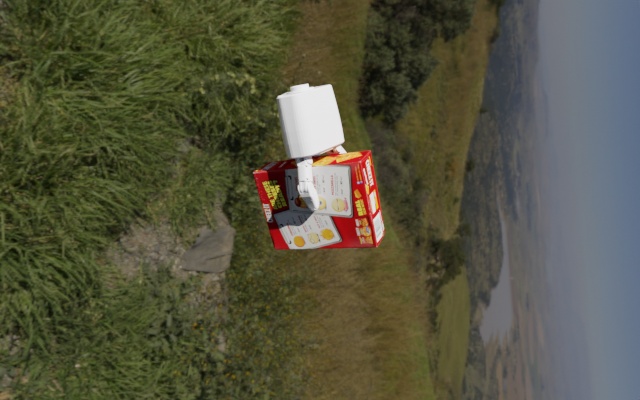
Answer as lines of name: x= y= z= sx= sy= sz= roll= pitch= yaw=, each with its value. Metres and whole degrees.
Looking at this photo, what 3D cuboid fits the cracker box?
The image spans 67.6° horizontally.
cracker box: x=0.000 y=0.003 z=0.884 sx=0.214 sy=0.164 sz=0.072 roll=-4 pitch=21 yaw=26
